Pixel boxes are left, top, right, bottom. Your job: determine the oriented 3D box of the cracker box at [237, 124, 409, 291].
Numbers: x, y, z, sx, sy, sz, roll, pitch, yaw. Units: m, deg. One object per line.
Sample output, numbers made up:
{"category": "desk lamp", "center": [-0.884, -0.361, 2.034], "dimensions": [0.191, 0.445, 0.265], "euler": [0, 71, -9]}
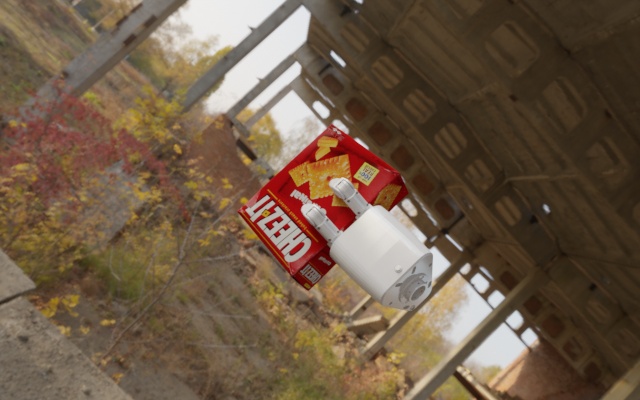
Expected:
{"category": "cracker box", "center": [0.000, 0.002, 0.736], "dimensions": [0.164, 0.213, 0.072], "euler": [44, -6, 37]}
